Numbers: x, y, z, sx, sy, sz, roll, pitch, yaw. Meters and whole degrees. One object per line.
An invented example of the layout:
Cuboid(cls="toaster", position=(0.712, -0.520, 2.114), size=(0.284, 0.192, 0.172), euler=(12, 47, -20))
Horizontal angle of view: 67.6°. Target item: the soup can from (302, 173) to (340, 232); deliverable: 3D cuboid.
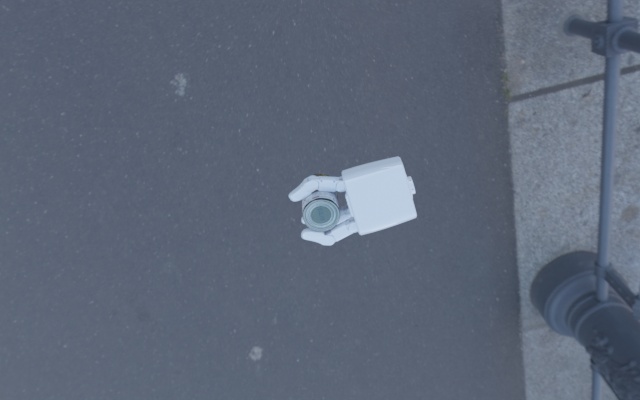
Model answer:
Cuboid(cls="soup can", position=(0.000, 0.003, 0.866), size=(0.068, 0.068, 0.102), euler=(0, 28, -2))
